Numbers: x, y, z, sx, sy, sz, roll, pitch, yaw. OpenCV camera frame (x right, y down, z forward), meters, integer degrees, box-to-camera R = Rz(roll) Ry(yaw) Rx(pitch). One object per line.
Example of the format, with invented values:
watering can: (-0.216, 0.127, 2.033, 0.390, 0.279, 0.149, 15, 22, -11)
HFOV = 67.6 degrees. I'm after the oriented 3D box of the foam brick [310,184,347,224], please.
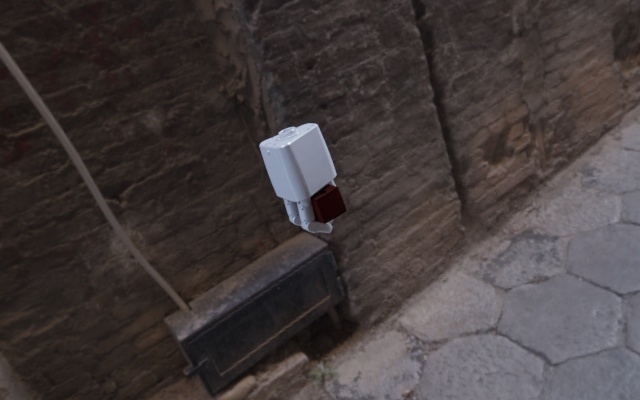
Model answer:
foam brick: (0.000, 0.003, 0.883, 0.053, 0.051, 0.078, -31, 24, -25)
